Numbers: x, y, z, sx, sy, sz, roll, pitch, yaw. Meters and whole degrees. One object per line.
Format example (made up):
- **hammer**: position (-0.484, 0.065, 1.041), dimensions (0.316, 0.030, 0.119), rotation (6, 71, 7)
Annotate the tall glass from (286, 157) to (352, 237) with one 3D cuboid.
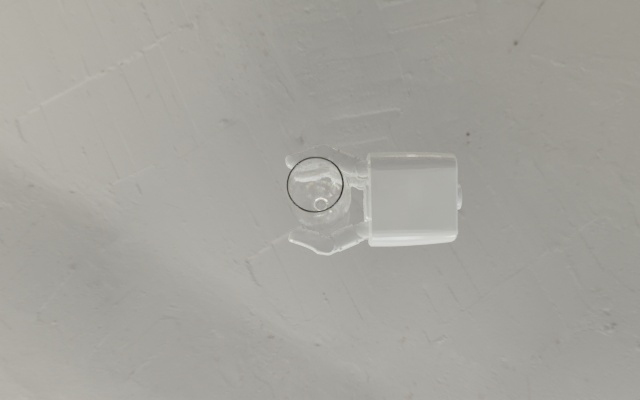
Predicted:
- **tall glass**: position (0.000, 0.002, 0.603), dimensions (0.079, 0.079, 0.201), rotation (0, -11, 4)
